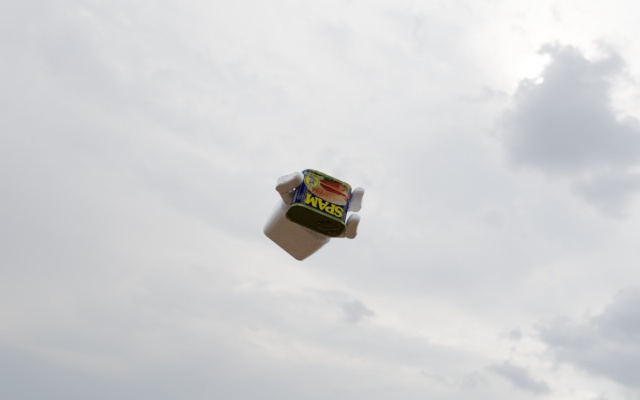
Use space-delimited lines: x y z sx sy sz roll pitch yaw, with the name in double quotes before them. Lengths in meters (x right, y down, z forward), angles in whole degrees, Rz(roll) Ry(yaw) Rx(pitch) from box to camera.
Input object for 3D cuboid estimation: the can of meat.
"can of meat" 0.000 0.002 0.817 0.102 0.084 0.057 23 -36 -12
